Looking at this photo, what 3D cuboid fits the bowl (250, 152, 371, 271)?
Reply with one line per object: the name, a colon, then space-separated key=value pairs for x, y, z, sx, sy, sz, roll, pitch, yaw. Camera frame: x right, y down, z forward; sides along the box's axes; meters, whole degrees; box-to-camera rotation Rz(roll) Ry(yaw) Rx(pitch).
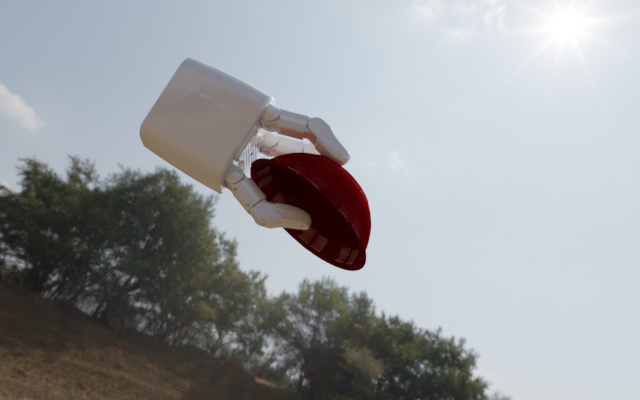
bowl: x=0.001 y=0.002 z=0.519 sx=0.055 sy=0.162 sz=0.162 roll=-46 pitch=22 yaw=-23
